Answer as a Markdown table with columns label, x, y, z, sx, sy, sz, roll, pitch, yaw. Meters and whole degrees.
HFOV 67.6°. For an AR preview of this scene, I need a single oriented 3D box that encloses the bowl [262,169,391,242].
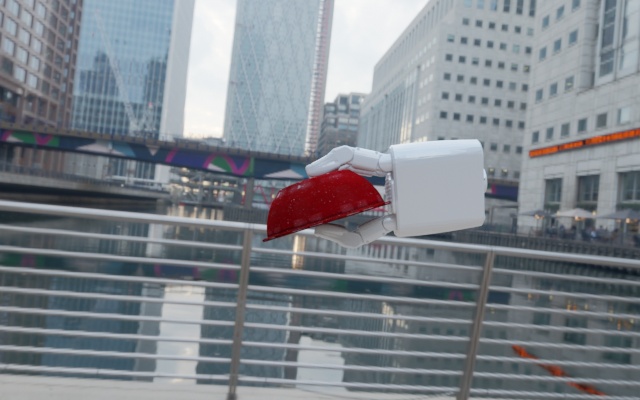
| label | x | y | z | sx | sy | sz | roll | pitch | yaw |
| --- | --- | --- | --- | --- | --- | --- | --- | --- | --- |
| bowl | -0.001 | 0.002 | 0.579 | 0.162 | 0.055 | 0.162 | -17 | -3 | -1 |
